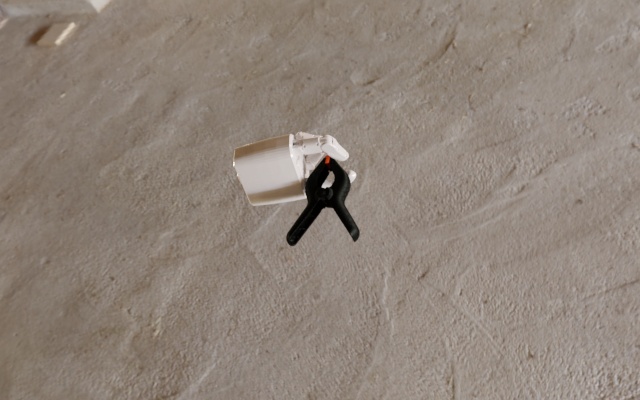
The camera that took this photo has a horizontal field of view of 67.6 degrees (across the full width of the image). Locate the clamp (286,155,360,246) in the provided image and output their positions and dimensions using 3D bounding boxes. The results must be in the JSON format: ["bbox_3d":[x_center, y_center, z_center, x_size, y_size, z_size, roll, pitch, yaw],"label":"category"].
[{"bbox_3d":[0.000,0.002,0.789,0.120,0.171,0.039,-9,-38,10],"label":"clamp"}]
